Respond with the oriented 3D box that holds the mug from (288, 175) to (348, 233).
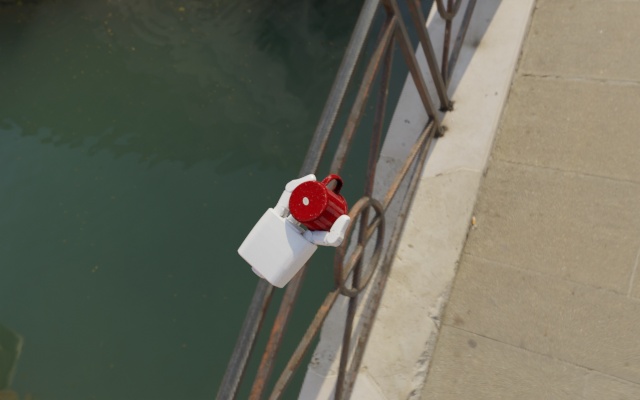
[{"bbox_3d":[0.001,0.002,0.888,0.093,0.117,0.081,38,1,31],"label":"mug"}]
